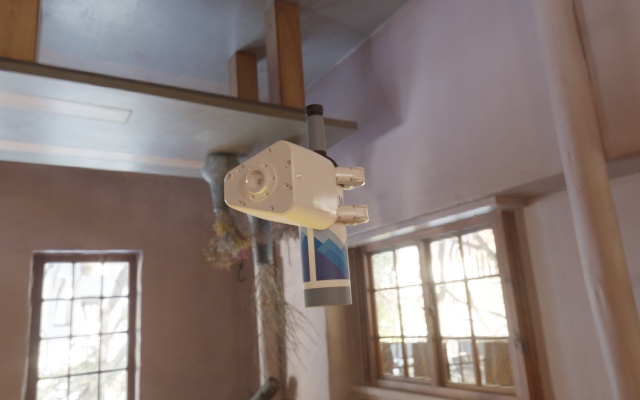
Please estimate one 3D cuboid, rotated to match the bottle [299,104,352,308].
[{"bbox_3d":[0.000,0.003,0.689,0.069,0.295,0.069,-4,-13,-1],"label":"bottle"}]
